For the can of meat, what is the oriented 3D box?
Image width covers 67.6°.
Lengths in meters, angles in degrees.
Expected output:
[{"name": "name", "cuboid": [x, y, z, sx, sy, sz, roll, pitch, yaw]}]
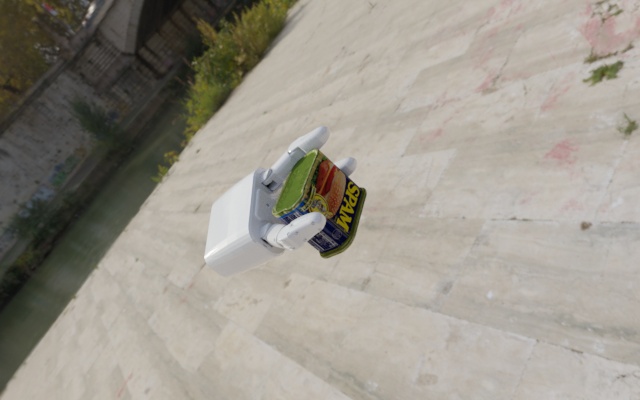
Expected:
[{"name": "can of meat", "cuboid": [0.000, 0.002, 0.559, 0.084, 0.102, 0.057, 41, -44, -23]}]
